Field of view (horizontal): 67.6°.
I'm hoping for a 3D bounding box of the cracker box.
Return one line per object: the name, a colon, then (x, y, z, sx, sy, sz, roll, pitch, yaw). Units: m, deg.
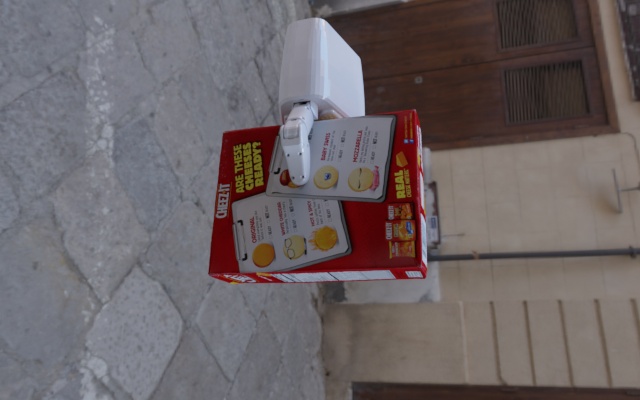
cracker box: (0.000, 0.002, 0.502, 0.214, 0.164, 0.072, -5, -21, 16)
